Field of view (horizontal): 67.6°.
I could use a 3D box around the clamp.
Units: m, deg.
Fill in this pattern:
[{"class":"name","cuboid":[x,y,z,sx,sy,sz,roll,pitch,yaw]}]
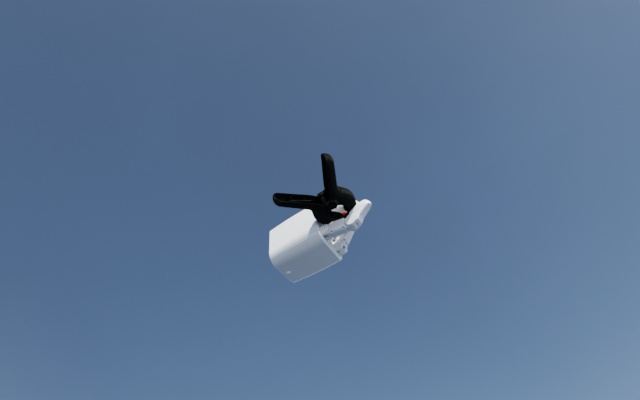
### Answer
[{"class":"clamp","cuboid":[0.000,0.002,0.819,0.120,0.039,0.172,-29,-46,10]}]
